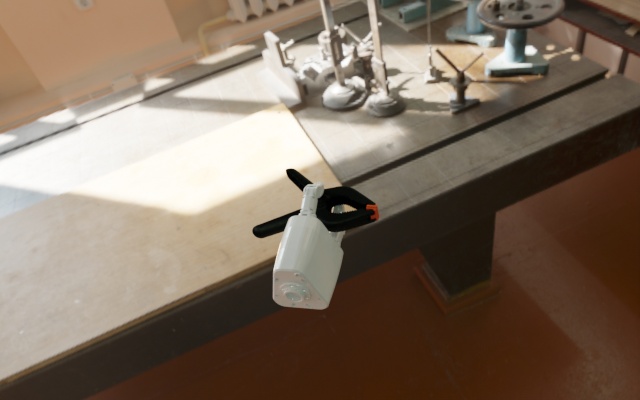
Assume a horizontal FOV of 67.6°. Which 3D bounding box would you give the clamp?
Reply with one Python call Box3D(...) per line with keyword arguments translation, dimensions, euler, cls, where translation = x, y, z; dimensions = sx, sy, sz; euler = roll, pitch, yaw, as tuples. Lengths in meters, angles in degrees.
Box3D(translation=(0.000, 0.002, 0.832), dimensions=(0.210, 0.164, 0.036), euler=(1, -43, 18), cls="clamp")
